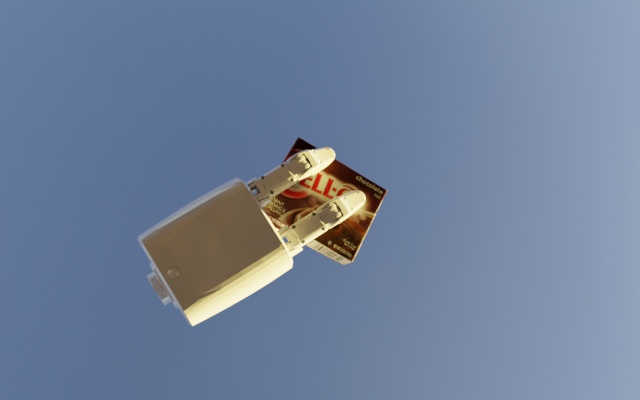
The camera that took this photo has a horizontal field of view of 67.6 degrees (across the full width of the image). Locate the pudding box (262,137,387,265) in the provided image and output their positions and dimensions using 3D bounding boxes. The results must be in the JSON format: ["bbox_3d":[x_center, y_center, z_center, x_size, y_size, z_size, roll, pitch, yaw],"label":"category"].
[{"bbox_3d":[0.000,0.002,0.498,0.113,0.090,0.039,31,-22,-6],"label":"pudding box"}]
